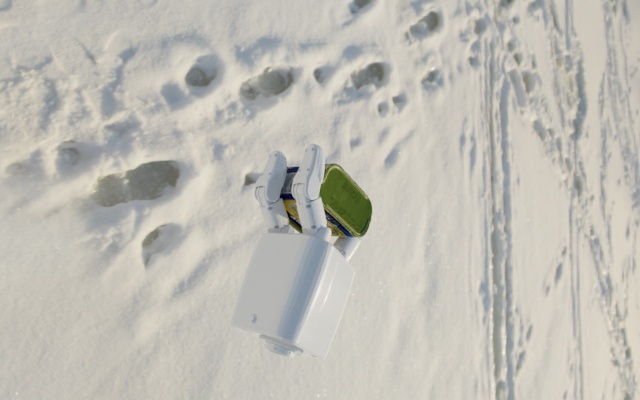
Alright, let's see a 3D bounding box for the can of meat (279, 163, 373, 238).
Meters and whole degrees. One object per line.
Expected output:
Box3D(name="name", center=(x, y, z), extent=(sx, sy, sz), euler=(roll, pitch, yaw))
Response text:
Box3D(name="can of meat", center=(0.000, 0.002, 0.550), extent=(0.084, 0.057, 0.102), euler=(-1, -33, 43))
